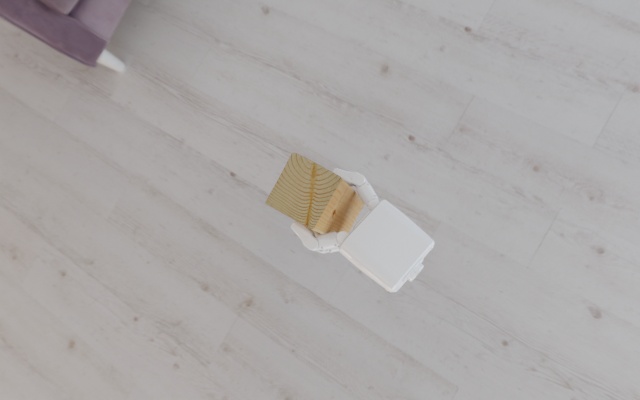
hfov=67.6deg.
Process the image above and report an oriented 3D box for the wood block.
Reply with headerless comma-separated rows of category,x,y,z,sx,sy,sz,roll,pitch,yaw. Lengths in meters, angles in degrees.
wood block,0.001,0.003,0.801,0.090,0.091,0.206,29,-2,18
